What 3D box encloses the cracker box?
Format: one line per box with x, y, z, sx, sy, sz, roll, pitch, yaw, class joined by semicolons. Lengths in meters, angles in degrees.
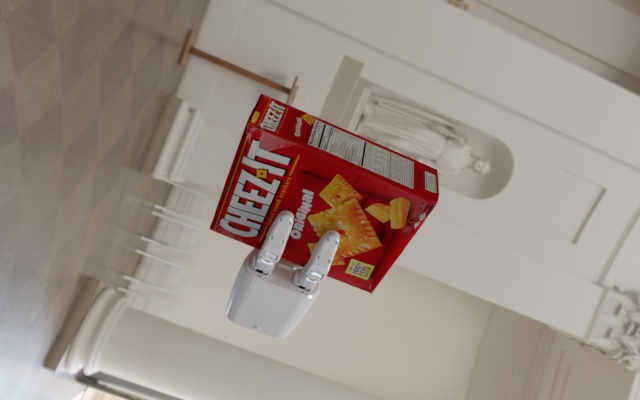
0.000;0.002;0.542;0.214;0.164;0.072;22;39;-8;cracker box
